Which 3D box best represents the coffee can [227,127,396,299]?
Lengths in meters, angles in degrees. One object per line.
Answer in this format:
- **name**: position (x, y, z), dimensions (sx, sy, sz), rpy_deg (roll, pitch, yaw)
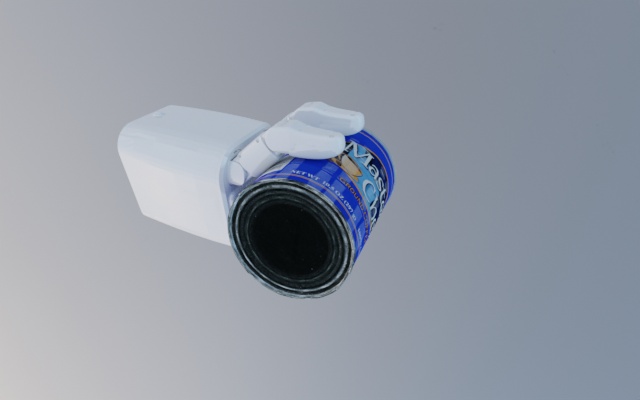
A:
- **coffee can**: position (0.000, 0.001, 0.410), dimensions (0.103, 0.103, 0.140), rpy_deg (0, 25, 22)
